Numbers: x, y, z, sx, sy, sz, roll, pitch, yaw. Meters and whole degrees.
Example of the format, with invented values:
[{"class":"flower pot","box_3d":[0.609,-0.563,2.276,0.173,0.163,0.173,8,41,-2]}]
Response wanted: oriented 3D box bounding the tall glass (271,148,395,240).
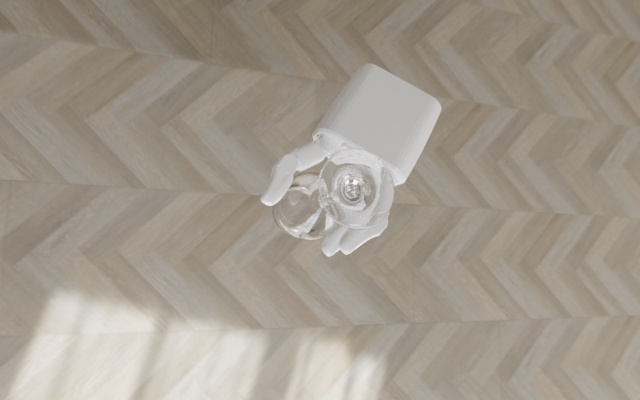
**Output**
[{"class":"tall glass","box_3d":[0.000,0.002,0.518,0.079,0.079,0.201,0,-8,-20]}]
